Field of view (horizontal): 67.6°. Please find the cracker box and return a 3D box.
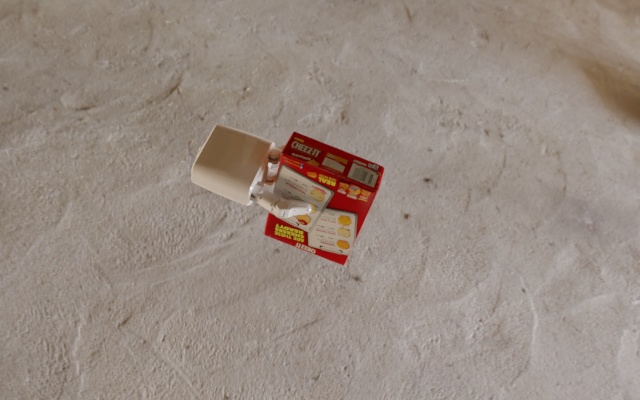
[{"bbox_3d":[0.000,0.003,0.832,0.164,0.072,0.214,21,-42,3],"label":"cracker box"}]
